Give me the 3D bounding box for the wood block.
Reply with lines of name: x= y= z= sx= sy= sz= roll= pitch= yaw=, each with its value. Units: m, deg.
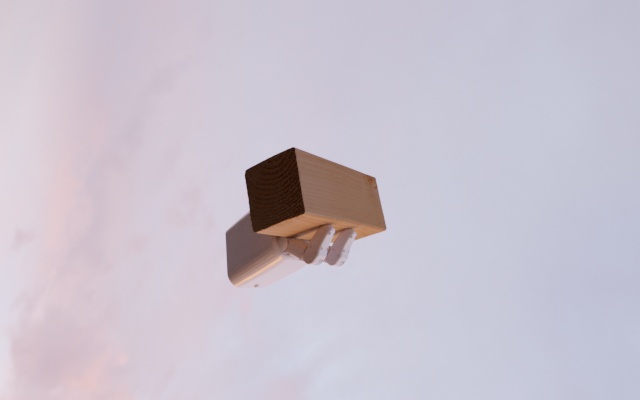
wood block: x=0.000 y=0.002 z=0.683 sx=0.090 sy=0.090 sz=0.206 roll=-22 pitch=-20 yaw=31
